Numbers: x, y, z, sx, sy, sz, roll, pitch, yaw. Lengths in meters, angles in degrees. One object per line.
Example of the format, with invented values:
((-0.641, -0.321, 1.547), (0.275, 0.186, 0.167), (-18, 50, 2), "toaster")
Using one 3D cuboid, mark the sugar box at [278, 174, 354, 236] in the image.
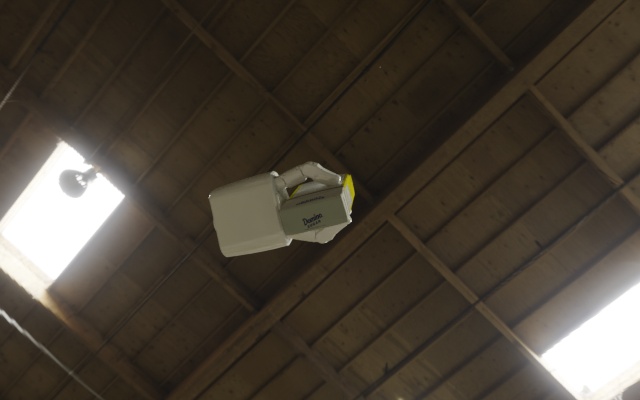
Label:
((0.000, 0.003, 0.731), (0.093, 0.048, 0.176), (-14, 13, 11), "sugar box")
